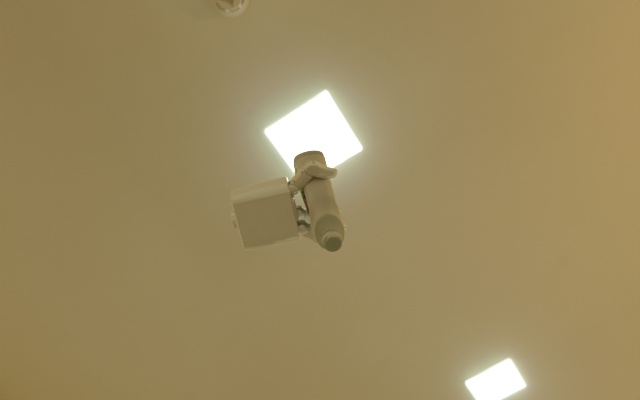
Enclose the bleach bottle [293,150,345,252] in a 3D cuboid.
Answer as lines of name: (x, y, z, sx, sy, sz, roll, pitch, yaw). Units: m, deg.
bleach bottle: (0.000, 0.003, 0.861, 0.068, 0.103, 0.250, -13, 30, -3)
